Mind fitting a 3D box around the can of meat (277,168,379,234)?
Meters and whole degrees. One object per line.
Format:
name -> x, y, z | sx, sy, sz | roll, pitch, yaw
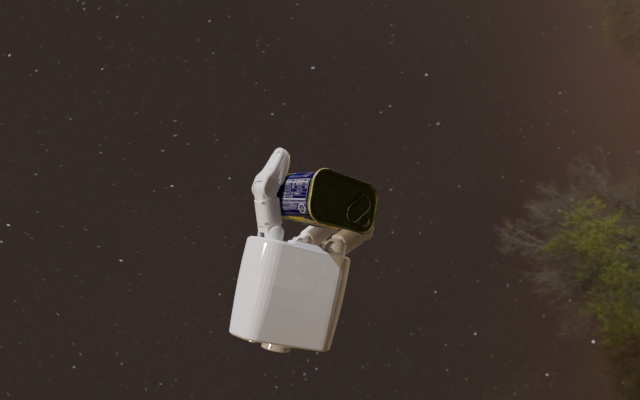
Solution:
can of meat -> 0.000, 0.002, 0.540 | 0.102, 0.057, 0.084 | 16, -10, -41
